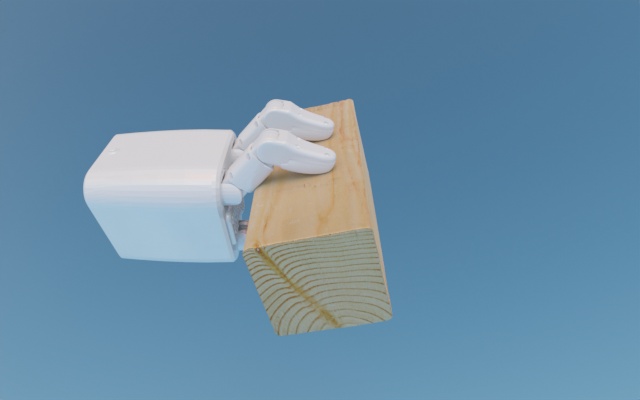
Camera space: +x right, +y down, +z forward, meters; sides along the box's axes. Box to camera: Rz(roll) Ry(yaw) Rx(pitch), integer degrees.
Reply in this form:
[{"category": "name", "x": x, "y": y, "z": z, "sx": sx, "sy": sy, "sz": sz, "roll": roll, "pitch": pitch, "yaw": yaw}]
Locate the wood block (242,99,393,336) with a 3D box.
[{"category": "wood block", "x": 0.000, "y": 0.002, "z": 0.413, "sx": 0.090, "sy": 0.091, "sz": 0.206, "roll": -10, "pitch": 35, "yaw": 7}]
